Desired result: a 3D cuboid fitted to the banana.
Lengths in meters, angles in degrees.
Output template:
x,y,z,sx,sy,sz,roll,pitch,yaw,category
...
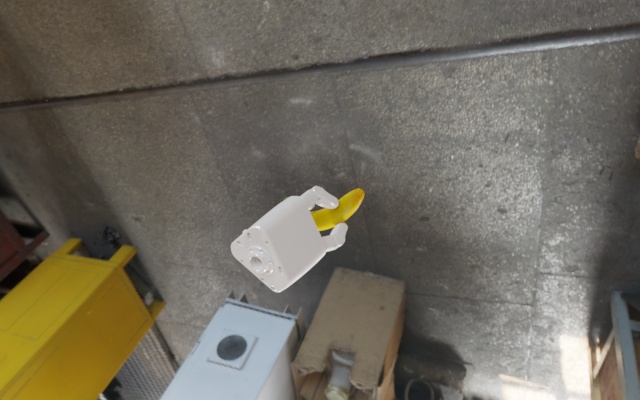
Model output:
x,y,z,sx,sy,sz,roll,pitch,yaw,category
0.001,0.021,0.879,0.198,0.069,0.037,-6,6,41,banana
